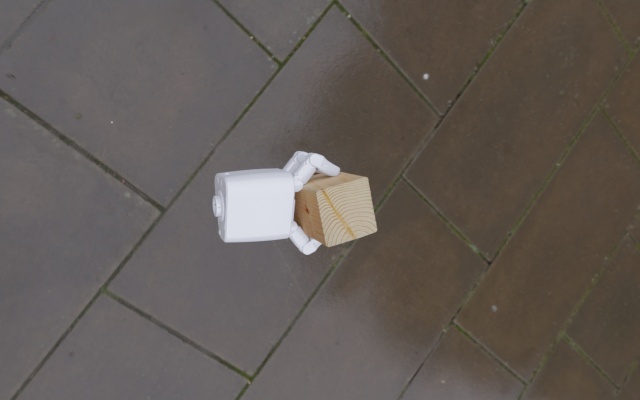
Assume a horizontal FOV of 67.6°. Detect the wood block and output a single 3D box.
[{"bbox_3d":[0.000,0.003,0.806,0.090,0.091,0.206,-16,15,-20],"label":"wood block"}]
